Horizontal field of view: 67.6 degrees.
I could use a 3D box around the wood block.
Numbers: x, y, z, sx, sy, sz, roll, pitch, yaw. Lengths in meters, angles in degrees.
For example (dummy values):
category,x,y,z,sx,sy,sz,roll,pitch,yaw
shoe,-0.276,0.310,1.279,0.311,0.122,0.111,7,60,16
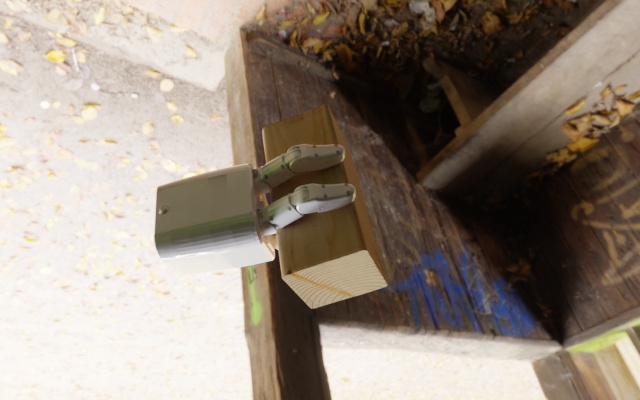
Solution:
category,x,y,z,sx,sy,sz,roll,pitch,yaw
wood block,0.000,0.002,0.543,0.090,0.206,0.091,-19,-37,10
